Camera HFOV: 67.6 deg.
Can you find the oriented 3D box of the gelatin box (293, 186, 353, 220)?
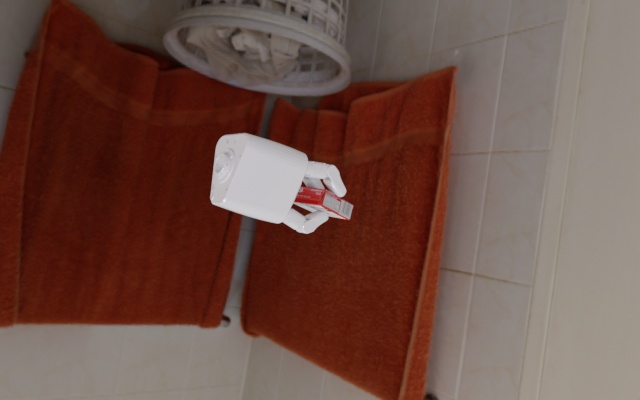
[{"bbox_3d":[0.000,0.003,0.785,0.073,0.030,0.089,9,-12,38],"label":"gelatin box"}]
